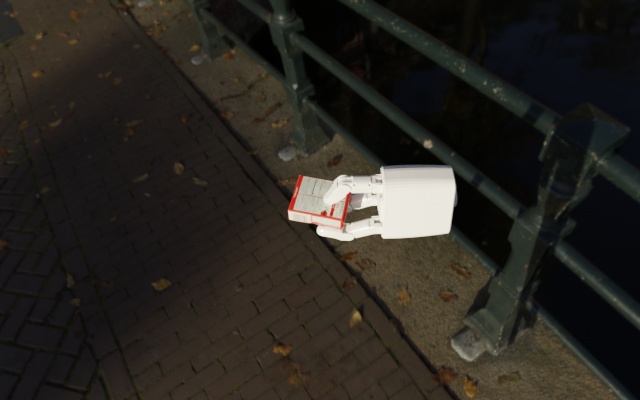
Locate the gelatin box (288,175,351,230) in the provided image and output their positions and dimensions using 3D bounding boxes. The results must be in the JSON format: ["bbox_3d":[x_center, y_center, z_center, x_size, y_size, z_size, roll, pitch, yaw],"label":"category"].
[{"bbox_3d":[0.000,0.002,0.759,0.089,0.073,0.030,10,-35,7],"label":"gelatin box"}]
